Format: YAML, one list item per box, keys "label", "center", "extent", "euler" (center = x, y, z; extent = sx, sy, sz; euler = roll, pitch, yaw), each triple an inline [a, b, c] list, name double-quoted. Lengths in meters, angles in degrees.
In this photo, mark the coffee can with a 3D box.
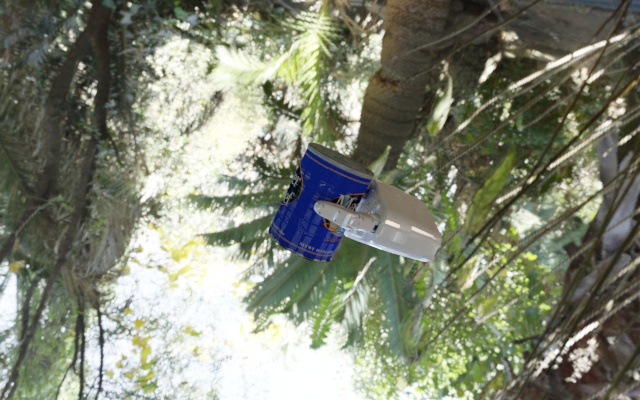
- label: "coffee can"
  center: [0.000, 0.002, 0.680]
  extent: [0.103, 0.140, 0.102]
  euler: [25, 13, -6]
